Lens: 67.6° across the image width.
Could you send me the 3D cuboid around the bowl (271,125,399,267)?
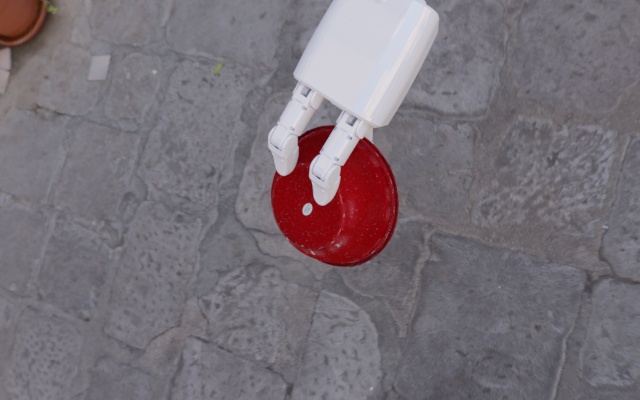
[{"bbox_3d":[0.000,0.003,0.516,0.162,0.162,0.055,0,11,35],"label":"bowl"}]
